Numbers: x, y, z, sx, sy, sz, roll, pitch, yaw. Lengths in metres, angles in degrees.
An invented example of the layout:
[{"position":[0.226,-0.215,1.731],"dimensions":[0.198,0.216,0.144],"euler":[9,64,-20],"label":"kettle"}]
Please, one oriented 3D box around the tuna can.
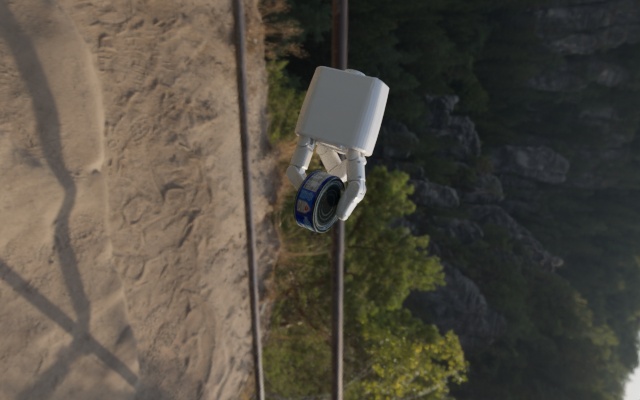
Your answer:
[{"position":[0.001,0.002,0.681],"dimensions":[0.033,0.086,0.086],"euler":[20,10,29],"label":"tuna can"}]
